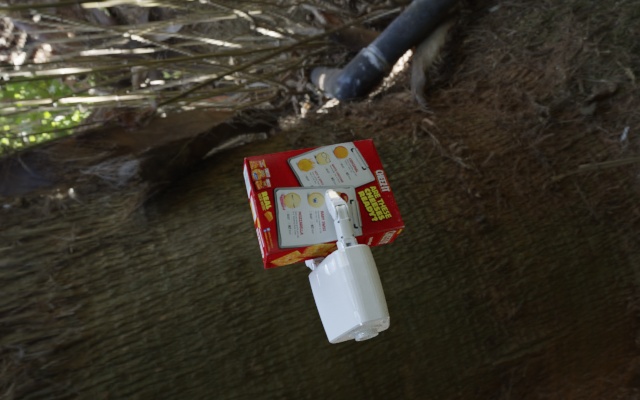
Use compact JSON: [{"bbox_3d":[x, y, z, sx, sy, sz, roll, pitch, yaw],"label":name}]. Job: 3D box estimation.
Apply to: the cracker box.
[{"bbox_3d":[0.000,0.002,0.747,0.213,0.164,0.072,-10,-25,-15],"label":"cracker box"}]
